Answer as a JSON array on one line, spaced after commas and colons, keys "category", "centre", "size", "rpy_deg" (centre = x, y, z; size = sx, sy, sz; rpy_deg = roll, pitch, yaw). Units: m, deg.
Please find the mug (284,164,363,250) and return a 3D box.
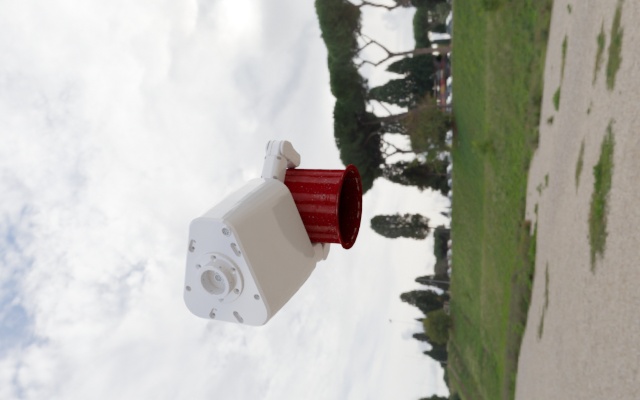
[{"category": "mug", "centre": [0.000, 0.001, 0.544], "size": [0.081, 0.093, 0.117], "rpy_deg": [3, 19, 21]}]
